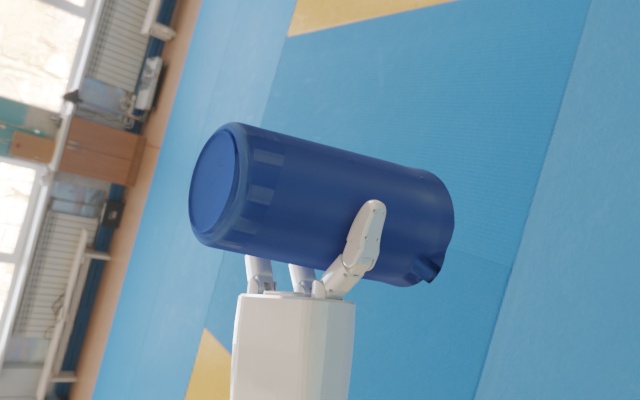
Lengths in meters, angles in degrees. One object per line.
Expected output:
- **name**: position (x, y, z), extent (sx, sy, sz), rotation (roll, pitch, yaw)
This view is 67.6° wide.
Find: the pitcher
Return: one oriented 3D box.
- **pitcher**: position (0.000, 0.002, 0.472), extent (0.243, 0.145, 0.149), rotation (14, -14, -35)
